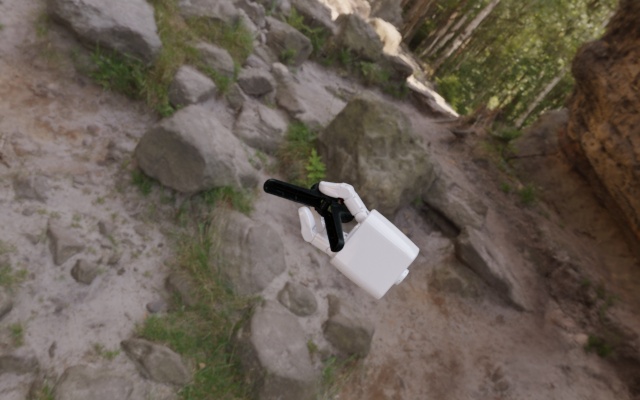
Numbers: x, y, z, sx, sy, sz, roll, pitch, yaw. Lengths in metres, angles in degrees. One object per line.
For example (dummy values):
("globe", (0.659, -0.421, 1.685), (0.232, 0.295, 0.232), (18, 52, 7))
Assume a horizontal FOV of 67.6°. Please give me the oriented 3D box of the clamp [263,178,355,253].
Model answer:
("clamp", (0.001, 0.002, 0.829), (0.164, 0.036, 0.210), (39, 23, 7))
